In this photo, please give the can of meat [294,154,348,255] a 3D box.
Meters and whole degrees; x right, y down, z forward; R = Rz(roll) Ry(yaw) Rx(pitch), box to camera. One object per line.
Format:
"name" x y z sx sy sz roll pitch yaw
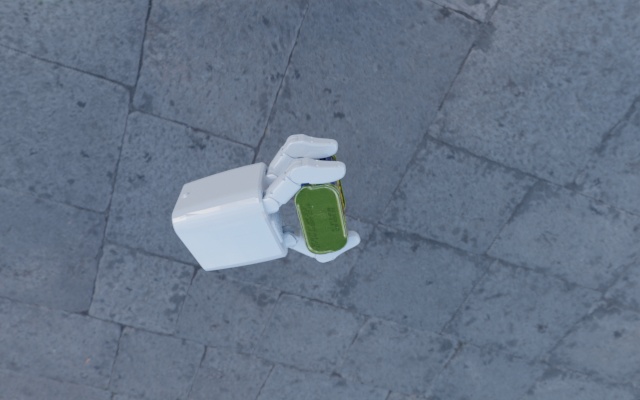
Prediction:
"can of meat" 0.000 0.002 0.576 0.057 0.102 0.084 -10 32 4
